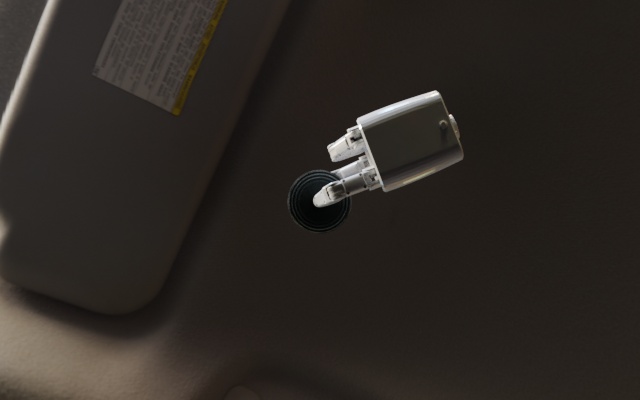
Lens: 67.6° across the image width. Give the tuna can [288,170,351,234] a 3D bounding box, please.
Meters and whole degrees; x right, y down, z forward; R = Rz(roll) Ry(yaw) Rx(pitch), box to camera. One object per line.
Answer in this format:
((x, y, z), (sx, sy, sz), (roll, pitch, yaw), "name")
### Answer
((0.000, 0.002, 0.656), (0.086, 0.086, 0.034), (0, -1, 6), "tuna can")
